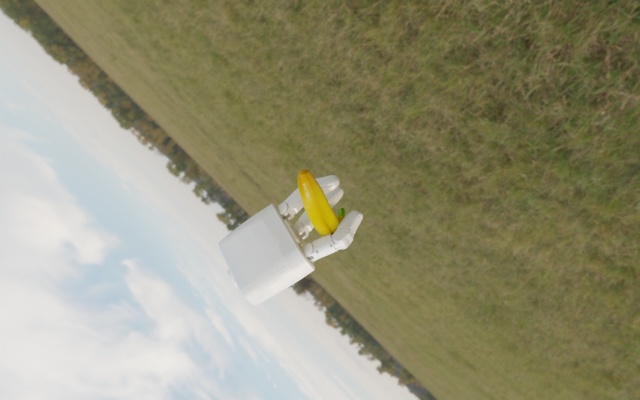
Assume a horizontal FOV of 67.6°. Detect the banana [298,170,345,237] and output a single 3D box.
[{"bbox_3d":[0.006,0.020,0.698,0.037,0.069,0.198,-20,-22,9],"label":"banana"}]
